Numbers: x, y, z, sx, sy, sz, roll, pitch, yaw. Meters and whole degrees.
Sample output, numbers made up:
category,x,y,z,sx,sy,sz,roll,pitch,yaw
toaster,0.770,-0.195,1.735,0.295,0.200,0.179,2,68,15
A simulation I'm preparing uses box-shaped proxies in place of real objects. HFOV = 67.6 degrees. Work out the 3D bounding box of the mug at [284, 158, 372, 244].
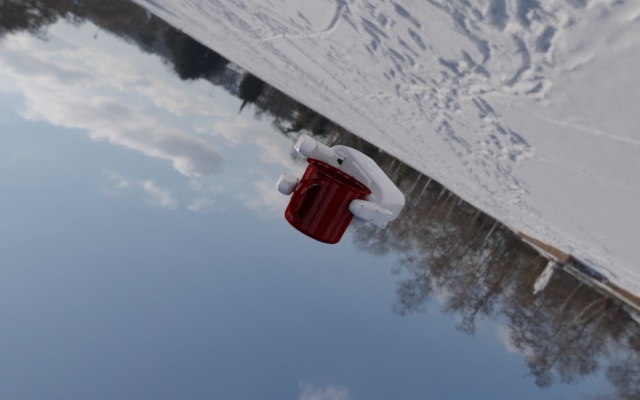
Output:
category,x,y,z,sx,sy,sz,roll,pitch,yaw
mug,-0.001,0.002,0.600,0.093,0.081,0.117,34,13,25
